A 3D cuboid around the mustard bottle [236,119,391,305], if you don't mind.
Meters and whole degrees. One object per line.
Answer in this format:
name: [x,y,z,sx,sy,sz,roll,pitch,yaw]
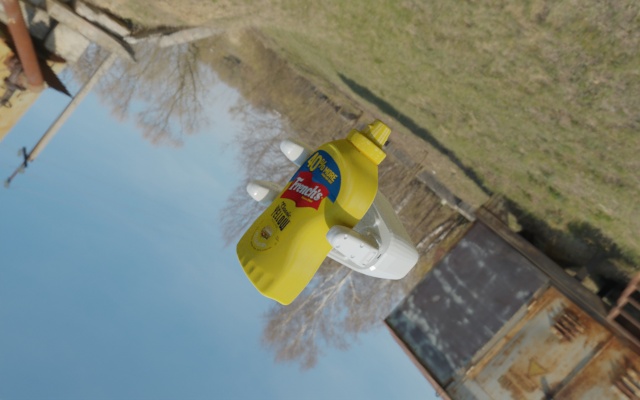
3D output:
mustard bottle: [0.000,0.002,0.462,0.058,0.191,0.096,35,9,-35]
